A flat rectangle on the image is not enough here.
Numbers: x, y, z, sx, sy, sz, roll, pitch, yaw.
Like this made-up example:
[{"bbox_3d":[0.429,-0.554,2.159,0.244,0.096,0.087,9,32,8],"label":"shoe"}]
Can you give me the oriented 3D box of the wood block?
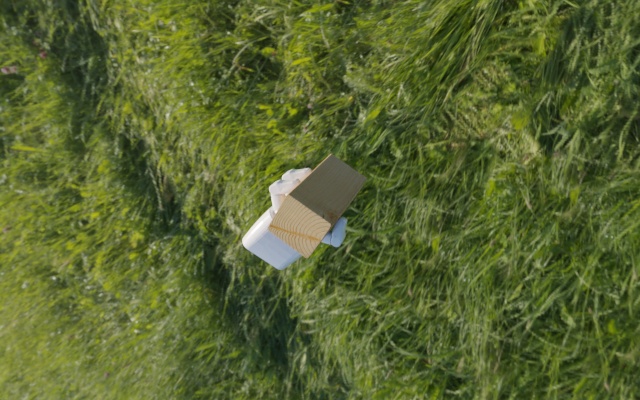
[{"bbox_3d":[0.000,0.003,0.882,0.091,0.090,0.206,36,33,4],"label":"wood block"}]
